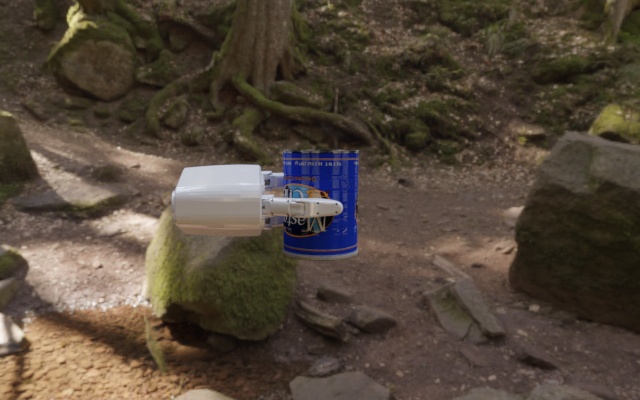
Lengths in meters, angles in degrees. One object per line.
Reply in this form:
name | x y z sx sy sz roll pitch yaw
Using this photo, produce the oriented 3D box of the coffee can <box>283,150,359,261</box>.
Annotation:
coffee can | 0.000 0.002 0.646 0.103 0.140 0.103 0 6 0
